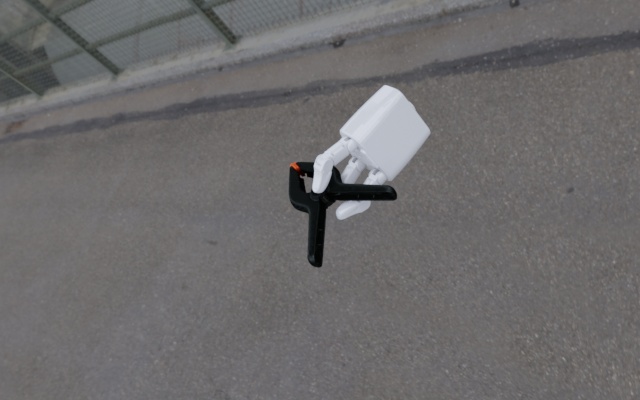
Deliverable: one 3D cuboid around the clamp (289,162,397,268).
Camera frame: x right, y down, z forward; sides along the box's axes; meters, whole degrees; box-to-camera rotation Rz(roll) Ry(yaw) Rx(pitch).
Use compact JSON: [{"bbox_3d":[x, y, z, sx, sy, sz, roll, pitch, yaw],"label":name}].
[{"bbox_3d":[0.000,0.002,0.760,0.210,0.164,0.036,37,-10,45],"label":"clamp"}]
